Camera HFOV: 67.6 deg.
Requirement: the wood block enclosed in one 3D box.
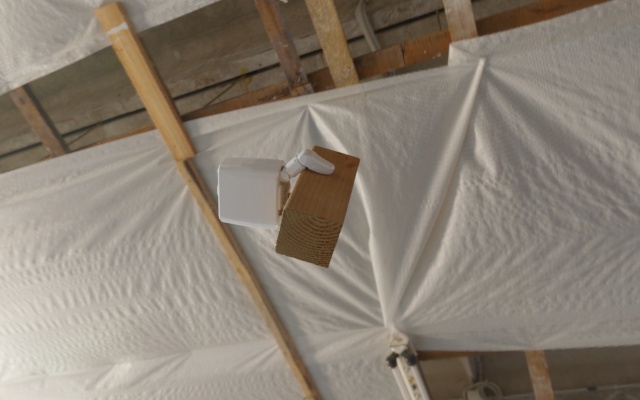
[{"bbox_3d":[0.000,0.002,0.789,0.090,0.091,0.206,17,35,2],"label":"wood block"}]
